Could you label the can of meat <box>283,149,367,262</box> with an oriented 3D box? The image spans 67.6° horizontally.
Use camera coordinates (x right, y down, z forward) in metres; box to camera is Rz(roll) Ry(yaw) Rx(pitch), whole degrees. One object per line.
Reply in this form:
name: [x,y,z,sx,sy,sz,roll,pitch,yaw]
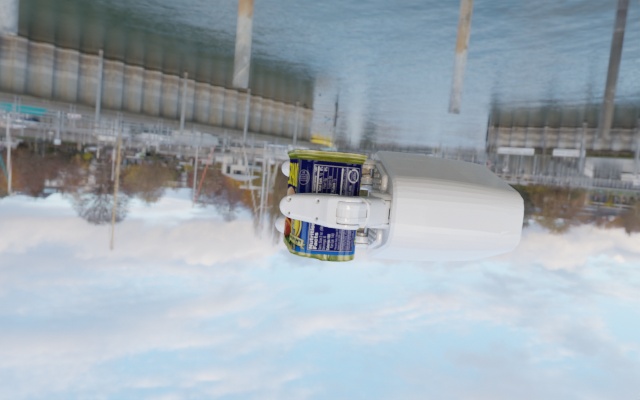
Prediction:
can of meat: [0.000,0.002,0.406,0.057,0.084,0.102,4,4,-10]
